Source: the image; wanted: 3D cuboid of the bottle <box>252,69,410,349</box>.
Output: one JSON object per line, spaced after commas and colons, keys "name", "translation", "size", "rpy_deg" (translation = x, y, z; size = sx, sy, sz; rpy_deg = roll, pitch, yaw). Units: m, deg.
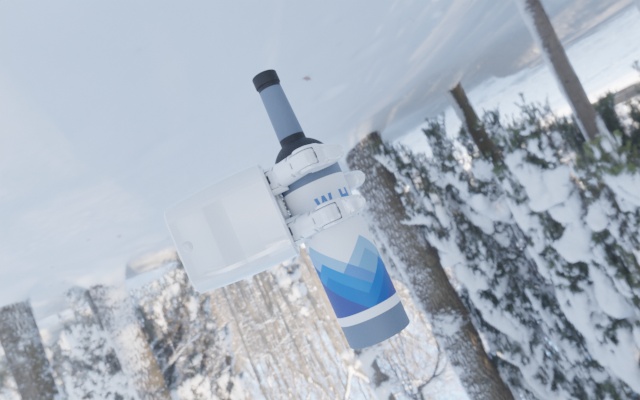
{"name": "bottle", "translation": [0.000, 0.002, 0.494], "size": [0.069, 0.295, 0.069], "rpy_deg": [-24, -4, -2]}
